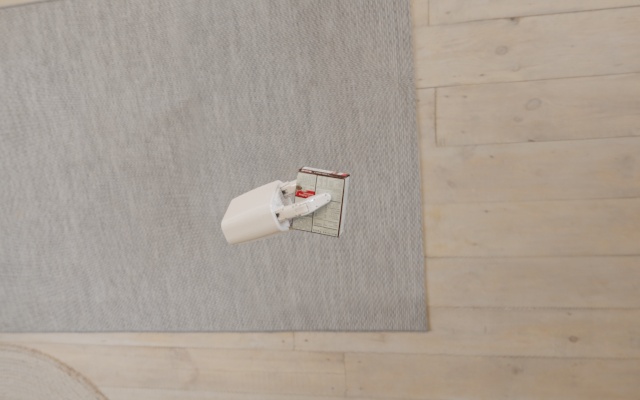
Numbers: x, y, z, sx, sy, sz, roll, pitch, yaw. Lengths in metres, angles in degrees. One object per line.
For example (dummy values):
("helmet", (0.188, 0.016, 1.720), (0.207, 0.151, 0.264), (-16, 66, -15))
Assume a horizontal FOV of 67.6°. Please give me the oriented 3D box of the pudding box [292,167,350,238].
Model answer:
("pudding box", (0.000, 0.003, 0.846), (0.090, 0.113, 0.039), (10, 18, 12))
